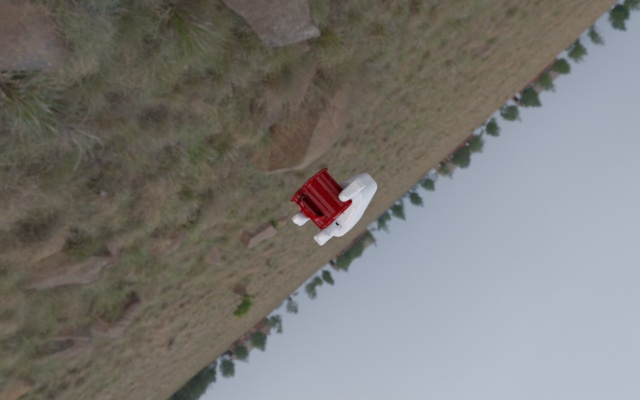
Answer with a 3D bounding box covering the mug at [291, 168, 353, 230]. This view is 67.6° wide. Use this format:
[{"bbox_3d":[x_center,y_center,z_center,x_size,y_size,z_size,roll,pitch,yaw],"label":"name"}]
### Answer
[{"bbox_3d":[0.000,0.003,0.877,0.093,0.081,0.117,-45,-7,29],"label":"mug"}]
